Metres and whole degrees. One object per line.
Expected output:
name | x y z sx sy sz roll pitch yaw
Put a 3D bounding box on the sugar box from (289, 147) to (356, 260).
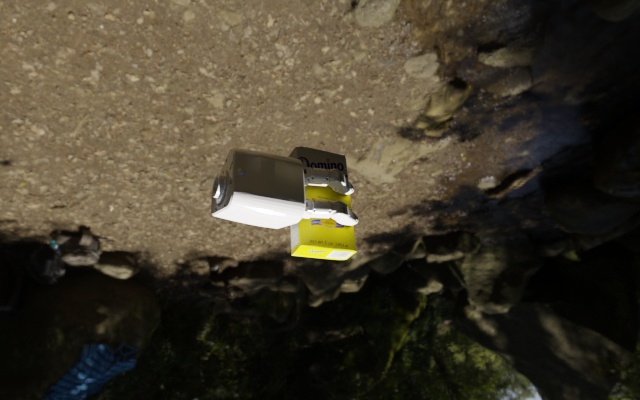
sugar box | 0.000 0.002 0.747 0.093 0.176 0.048 9 -29 -23
